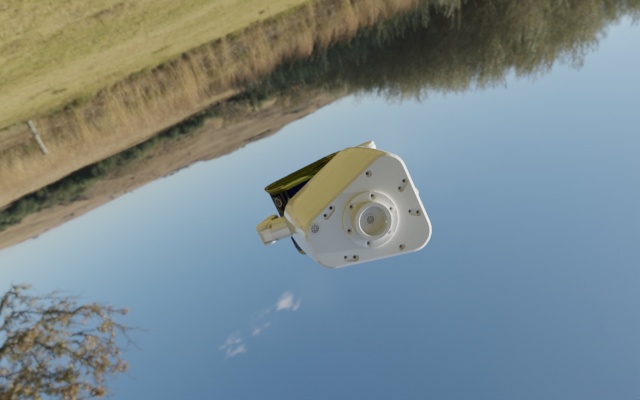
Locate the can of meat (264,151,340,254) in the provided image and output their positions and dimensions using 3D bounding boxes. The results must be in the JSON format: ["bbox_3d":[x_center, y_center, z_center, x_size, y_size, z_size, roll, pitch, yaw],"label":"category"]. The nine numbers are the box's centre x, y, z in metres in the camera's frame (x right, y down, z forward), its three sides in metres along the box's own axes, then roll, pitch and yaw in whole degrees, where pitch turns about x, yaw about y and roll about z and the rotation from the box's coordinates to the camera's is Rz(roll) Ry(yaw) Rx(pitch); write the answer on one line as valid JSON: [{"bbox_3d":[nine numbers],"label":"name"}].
[{"bbox_3d":[0.000,0.002,0.549,0.102,0.084,0.057,-27,12,-10],"label":"can of meat"}]
